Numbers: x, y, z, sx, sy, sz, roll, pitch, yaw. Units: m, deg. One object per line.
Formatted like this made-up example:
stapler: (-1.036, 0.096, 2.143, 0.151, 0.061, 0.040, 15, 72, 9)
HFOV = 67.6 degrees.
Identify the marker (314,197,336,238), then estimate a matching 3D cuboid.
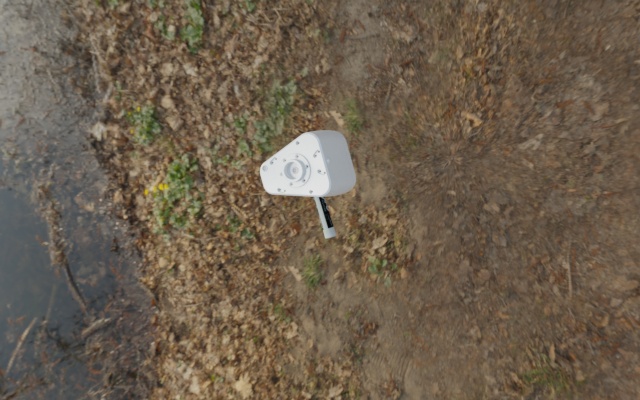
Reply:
marker: (0.000, 0.003, 0.790, 0.020, 0.121, 0.020, -16, 1, 0)
